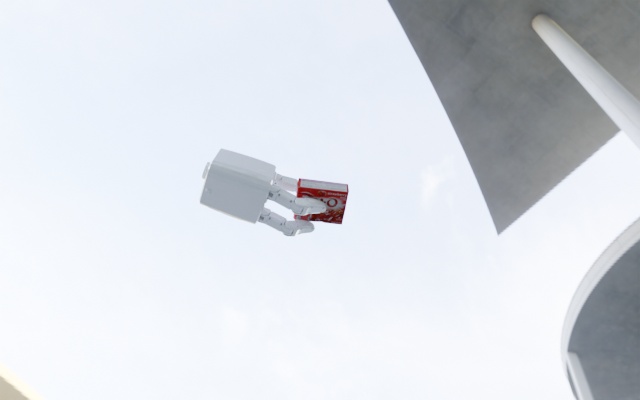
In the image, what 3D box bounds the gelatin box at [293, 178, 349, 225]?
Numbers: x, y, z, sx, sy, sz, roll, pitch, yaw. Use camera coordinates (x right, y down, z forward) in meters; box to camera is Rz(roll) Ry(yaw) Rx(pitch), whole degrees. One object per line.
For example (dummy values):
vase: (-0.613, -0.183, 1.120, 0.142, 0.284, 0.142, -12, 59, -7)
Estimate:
gelatin box: (0.000, 0.002, 0.833, 0.089, 0.073, 0.030, 6, 37, -4)
